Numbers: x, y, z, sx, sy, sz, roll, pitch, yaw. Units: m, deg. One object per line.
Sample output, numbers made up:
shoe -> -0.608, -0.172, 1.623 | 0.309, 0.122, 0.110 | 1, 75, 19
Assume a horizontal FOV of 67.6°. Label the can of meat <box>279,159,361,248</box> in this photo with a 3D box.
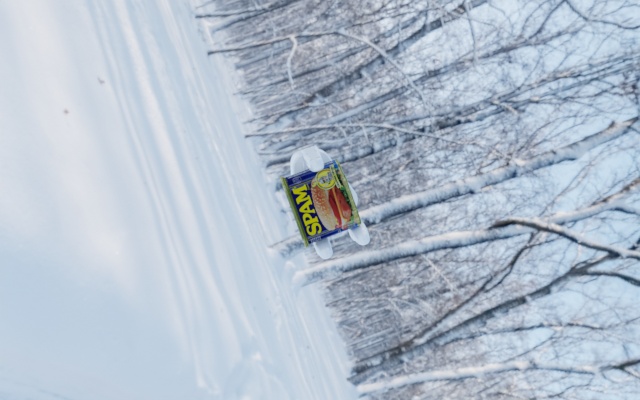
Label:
can of meat -> 0.000, 0.002, 0.657 | 0.084, 0.102, 0.057 | -20, 8, -4
